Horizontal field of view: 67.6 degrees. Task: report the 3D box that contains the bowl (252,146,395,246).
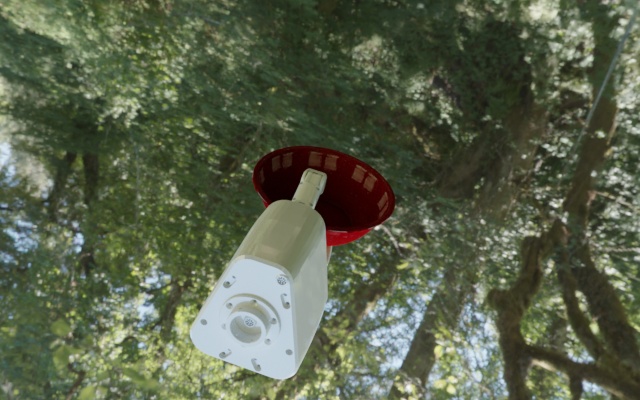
[{"bbox_3d":[0.001,0.002,0.546,0.162,0.055,0.162,10,36,-7],"label":"bowl"}]
